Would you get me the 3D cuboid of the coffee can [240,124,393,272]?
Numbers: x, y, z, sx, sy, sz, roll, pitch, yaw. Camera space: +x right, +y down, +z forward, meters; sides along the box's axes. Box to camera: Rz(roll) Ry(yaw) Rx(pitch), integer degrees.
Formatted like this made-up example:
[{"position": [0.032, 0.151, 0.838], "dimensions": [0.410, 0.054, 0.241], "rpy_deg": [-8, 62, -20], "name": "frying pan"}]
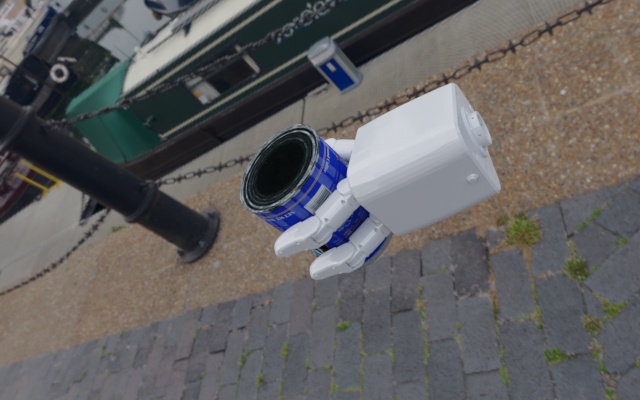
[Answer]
[{"position": [0.000, 0.002, 0.509], "dimensions": [0.103, 0.102, 0.140], "rpy_deg": [0, -30, 45], "name": "coffee can"}]
